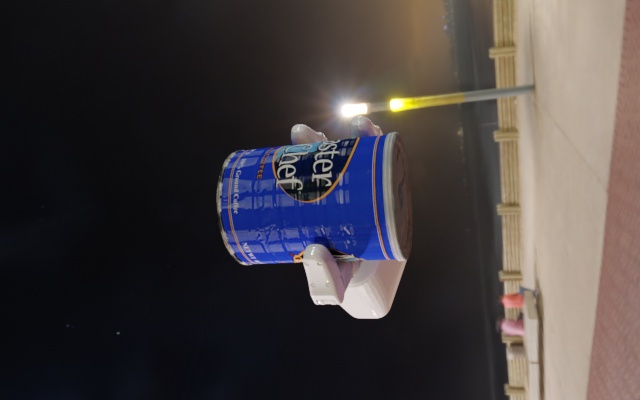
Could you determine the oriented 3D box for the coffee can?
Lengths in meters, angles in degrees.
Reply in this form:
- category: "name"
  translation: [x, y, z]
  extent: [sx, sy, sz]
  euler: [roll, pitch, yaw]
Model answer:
- category: "coffee can"
  translation: [0.000, 0.001, 0.402]
  extent: [0.140, 0.103, 0.103]
  euler: [-4, -1, 18]
